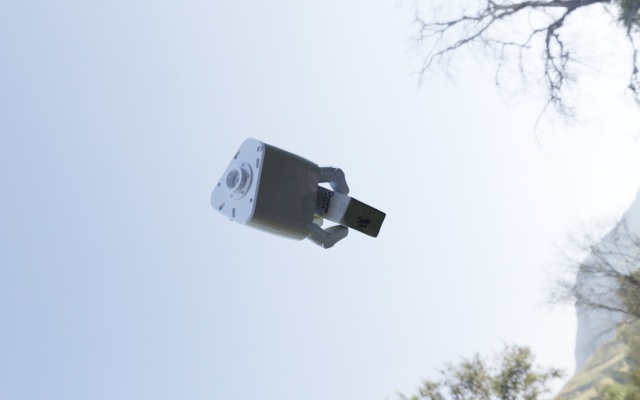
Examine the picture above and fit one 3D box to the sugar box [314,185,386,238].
[{"bbox_3d":[0.000,0.003,0.708,0.176,0.048,0.093,24,0,42],"label":"sugar box"}]
